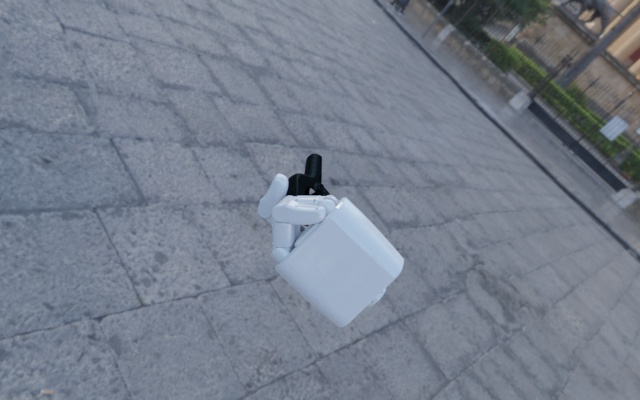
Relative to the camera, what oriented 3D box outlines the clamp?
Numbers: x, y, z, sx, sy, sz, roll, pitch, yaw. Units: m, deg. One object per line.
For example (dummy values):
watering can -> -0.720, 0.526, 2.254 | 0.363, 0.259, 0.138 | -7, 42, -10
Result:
clamp -> 0.000, 0.002, 0.663 | 0.039, 0.120, 0.171 | -40, 4, 26
